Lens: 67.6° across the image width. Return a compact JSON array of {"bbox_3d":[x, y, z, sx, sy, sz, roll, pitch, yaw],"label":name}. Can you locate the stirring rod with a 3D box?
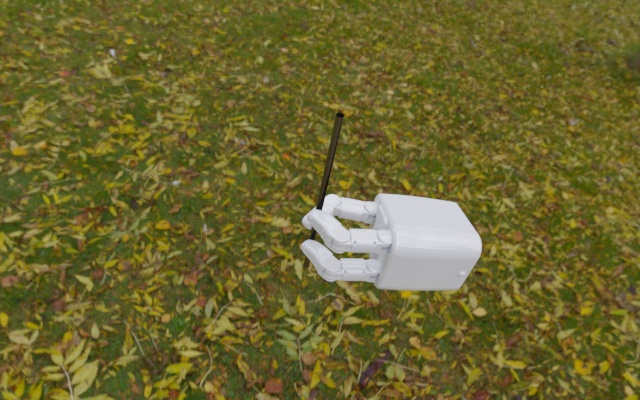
[{"bbox_3d":[0.000,0.002,0.542,0.011,0.011,0.240,0,-44,-12],"label":"stirring rod"}]
